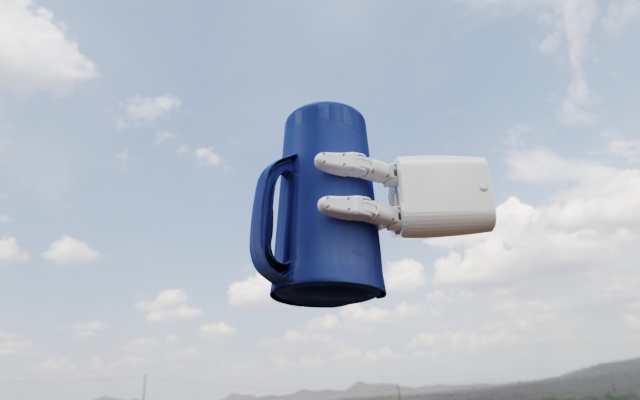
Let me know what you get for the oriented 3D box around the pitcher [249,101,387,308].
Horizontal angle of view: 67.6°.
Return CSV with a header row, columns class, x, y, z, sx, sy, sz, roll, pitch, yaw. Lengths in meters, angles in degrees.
class,x,y,z,sx,sy,sz,roll,pitch,yaw
pitcher,0.000,0.002,0.582,0.145,0.242,0.149,-2,-23,3
